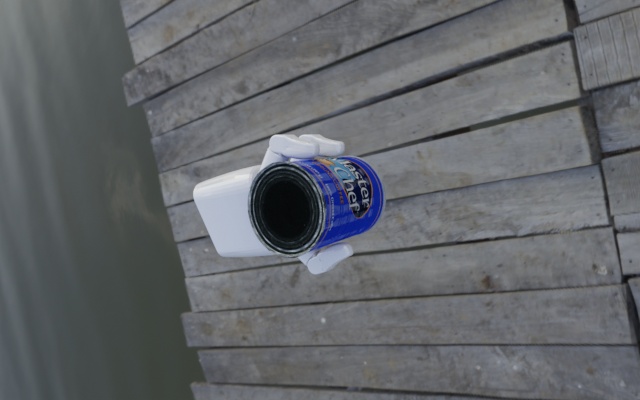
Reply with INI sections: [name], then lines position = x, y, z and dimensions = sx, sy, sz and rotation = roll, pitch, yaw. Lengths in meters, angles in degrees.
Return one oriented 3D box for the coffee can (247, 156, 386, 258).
[coffee can]
position = 0.000, 0.002, 0.556
dimensions = 0.103, 0.103, 0.140
rotation = 0, 7, 33
